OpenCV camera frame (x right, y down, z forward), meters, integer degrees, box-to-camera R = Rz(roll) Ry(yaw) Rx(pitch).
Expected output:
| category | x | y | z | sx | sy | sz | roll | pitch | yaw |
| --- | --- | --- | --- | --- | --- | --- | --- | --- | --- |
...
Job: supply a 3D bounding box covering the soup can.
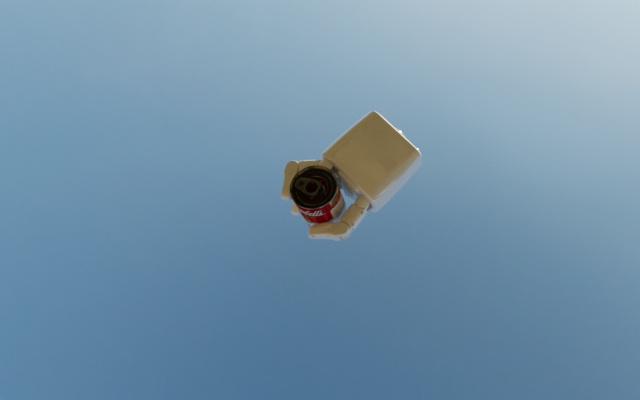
| category | x | y | z | sx | sy | sz | roll | pitch | yaw |
| --- | --- | --- | --- | --- | --- | --- | --- | --- | --- |
| soup can | 0.000 | 0.003 | 0.701 | 0.068 | 0.068 | 0.102 | 0 | -25 | 13 |
